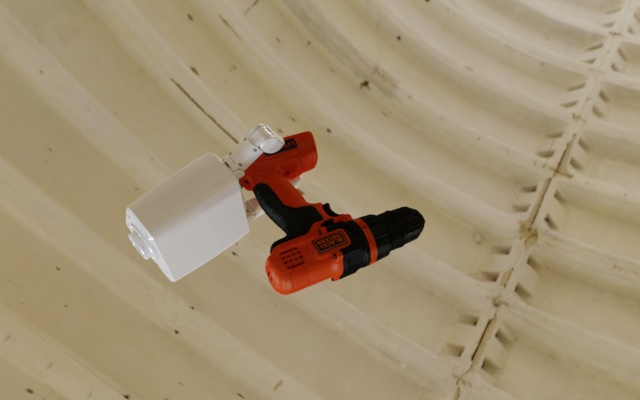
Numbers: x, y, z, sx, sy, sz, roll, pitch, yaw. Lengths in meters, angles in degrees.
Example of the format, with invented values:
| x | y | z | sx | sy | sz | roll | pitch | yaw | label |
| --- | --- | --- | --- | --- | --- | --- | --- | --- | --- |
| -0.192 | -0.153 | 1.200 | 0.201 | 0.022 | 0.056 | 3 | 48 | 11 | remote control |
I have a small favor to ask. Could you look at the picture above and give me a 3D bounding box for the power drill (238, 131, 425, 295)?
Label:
| x | y | z | sx | sy | sz | roll | pitch | yaw | label |
| --- | --- | --- | --- | --- | --- | --- | --- | --- | --- |
| 0.000 | 0.002 | 0.541 | 0.184 | 0.057 | 0.187 | -18 | 51 | -21 | power drill |
